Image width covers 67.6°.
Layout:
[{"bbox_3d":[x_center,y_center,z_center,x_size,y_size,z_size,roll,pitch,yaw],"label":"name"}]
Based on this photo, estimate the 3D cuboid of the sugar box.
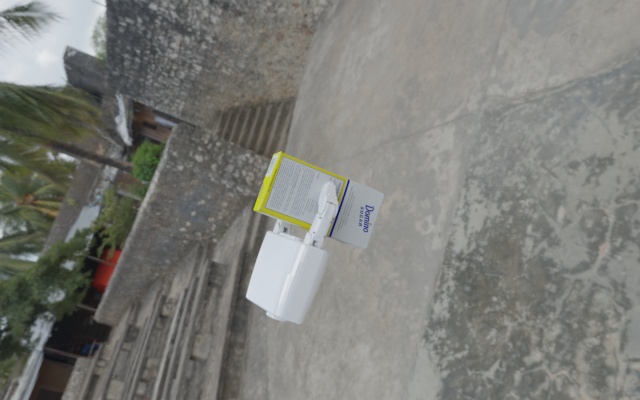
[{"bbox_3d":[0.000,0.002,0.713,0.176,0.093,0.048,22,-7,-19],"label":"sugar box"}]
